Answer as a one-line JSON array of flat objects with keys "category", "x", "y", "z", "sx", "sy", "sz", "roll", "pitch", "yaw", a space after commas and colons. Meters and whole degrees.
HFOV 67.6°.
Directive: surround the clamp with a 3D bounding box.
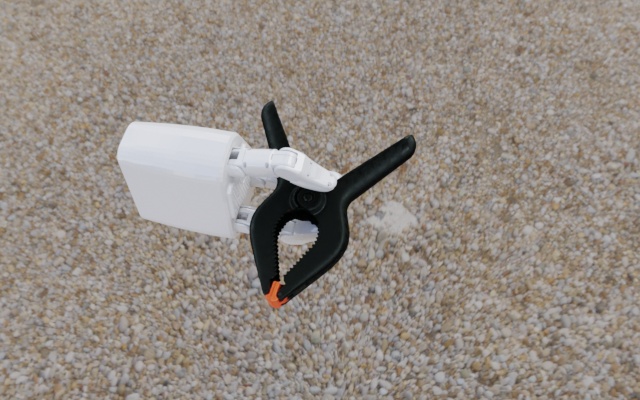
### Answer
[{"category": "clamp", "x": 0.000, "y": 0.002, "z": 0.458, "sx": 0.164, "sy": 0.210, "sz": 0.036, "roll": 9, "pitch": -24, "yaw": 9}]
